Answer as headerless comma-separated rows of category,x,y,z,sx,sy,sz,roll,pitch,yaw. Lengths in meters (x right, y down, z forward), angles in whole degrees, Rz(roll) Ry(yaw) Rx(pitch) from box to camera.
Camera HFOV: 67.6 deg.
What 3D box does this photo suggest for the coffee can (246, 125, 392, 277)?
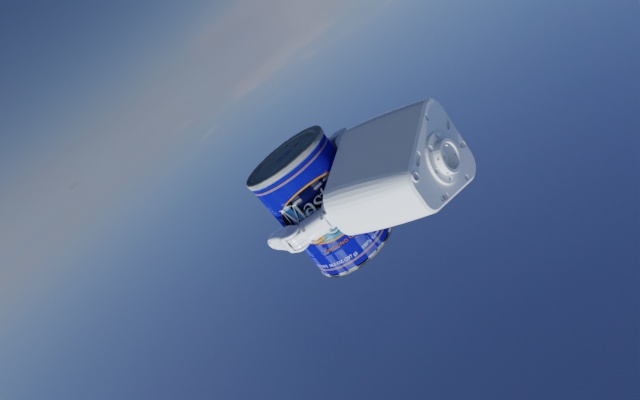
coffee can,0.000,0.002,0.541,0.103,0.140,0.102,-34,20,14
